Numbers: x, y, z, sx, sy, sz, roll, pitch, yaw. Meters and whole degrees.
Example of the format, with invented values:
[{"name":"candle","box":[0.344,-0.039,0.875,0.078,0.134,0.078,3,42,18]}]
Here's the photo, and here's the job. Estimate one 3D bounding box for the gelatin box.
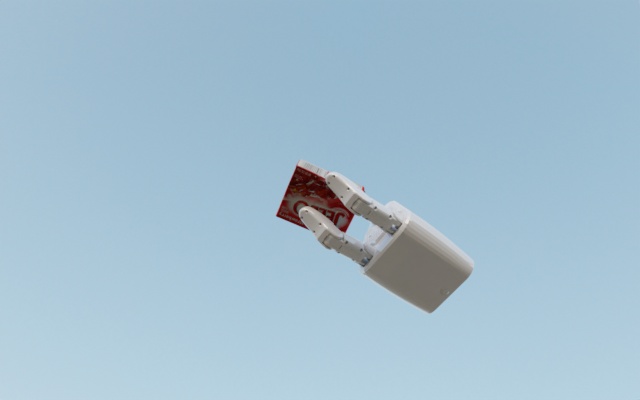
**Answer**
[{"name":"gelatin box","box":[0.000,0.002,0.582,0.089,0.073,0.030,24,23,-1]}]
